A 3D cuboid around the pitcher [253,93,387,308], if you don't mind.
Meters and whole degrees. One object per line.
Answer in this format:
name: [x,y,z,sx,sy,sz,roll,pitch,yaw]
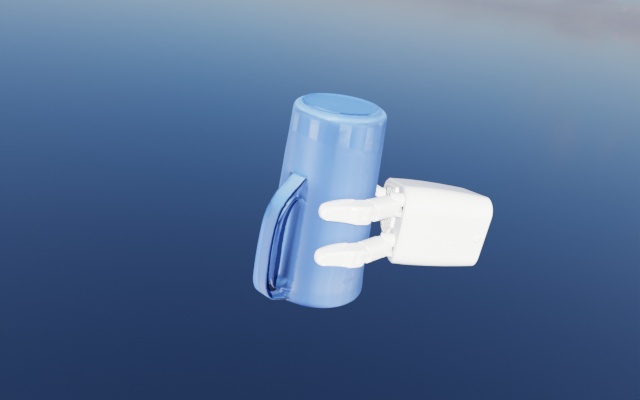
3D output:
pitcher: [0.000,0.002,0.579,0.145,0.243,0.149,5,25,-7]
